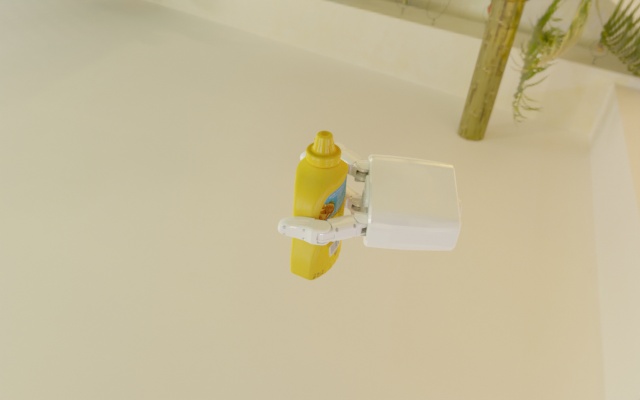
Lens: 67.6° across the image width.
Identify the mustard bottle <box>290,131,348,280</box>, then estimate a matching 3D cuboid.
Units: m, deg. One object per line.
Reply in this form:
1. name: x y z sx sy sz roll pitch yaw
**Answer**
1. mustard bottle: 0.000 0.002 0.590 0.058 0.192 0.096 20 40 19
